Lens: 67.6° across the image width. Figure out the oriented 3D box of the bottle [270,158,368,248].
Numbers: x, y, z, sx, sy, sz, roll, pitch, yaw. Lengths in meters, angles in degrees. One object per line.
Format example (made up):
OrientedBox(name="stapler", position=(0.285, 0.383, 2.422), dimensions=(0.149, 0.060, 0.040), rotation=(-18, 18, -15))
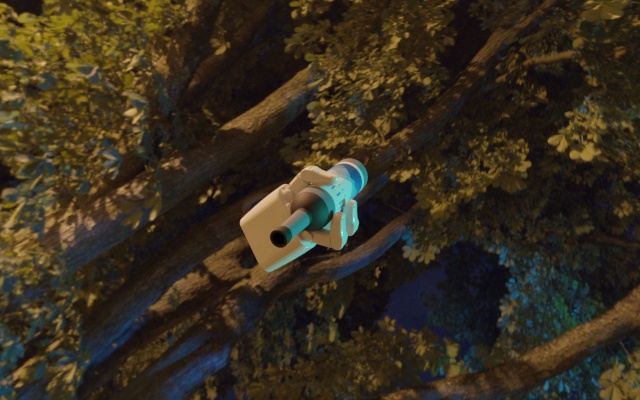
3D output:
OrientedBox(name="bottle", position=(0.000, 0.002, 0.774), dimensions=(0.069, 0.069, 0.295), rotation=(0, 20, 25))
